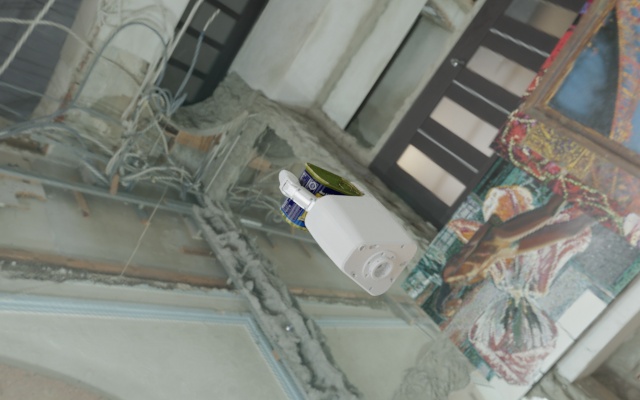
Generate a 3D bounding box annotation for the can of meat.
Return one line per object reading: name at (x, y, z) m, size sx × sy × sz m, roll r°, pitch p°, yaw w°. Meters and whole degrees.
can of meat at (0.000, 0.003, 0.717) m, size 0.102 × 0.084 × 0.057 m, roll 20°, pitch 20°, yaw -42°
